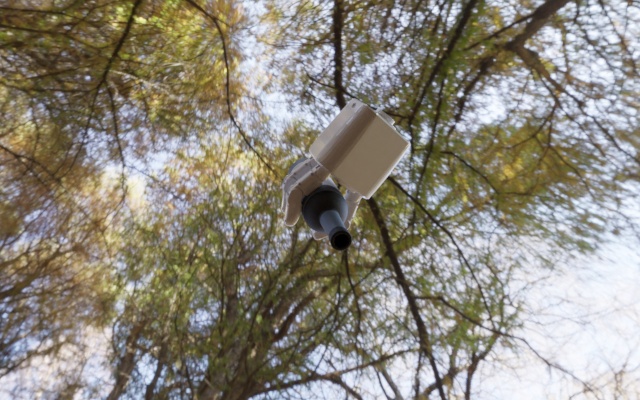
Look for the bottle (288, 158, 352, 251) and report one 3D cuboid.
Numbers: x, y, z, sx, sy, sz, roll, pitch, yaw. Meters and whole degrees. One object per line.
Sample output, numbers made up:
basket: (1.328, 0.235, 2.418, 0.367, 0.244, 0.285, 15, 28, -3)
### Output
bottle: (0.000, 0.002, 0.723, 0.069, 0.069, 0.295, 0, 19, -11)
